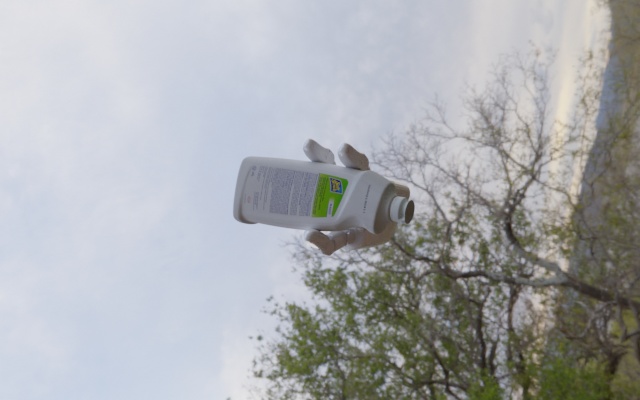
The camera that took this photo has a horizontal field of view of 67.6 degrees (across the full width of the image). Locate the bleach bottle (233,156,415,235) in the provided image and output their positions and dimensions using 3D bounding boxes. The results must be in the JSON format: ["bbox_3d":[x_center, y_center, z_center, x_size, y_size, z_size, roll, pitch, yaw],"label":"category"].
[{"bbox_3d":[0.000,0.002,0.629,0.251,0.102,0.068,11,4,32],"label":"bleach bottle"}]
